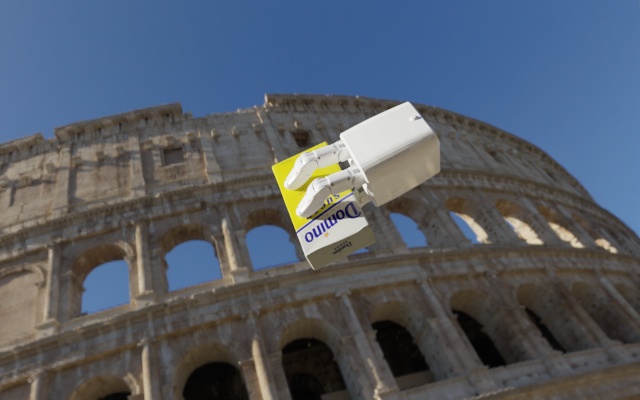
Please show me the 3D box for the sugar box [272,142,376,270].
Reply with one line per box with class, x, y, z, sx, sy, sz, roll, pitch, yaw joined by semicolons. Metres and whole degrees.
sugar box;0.000;0.002;0.668;0.093;0.176;0.048;-26;-43;0
